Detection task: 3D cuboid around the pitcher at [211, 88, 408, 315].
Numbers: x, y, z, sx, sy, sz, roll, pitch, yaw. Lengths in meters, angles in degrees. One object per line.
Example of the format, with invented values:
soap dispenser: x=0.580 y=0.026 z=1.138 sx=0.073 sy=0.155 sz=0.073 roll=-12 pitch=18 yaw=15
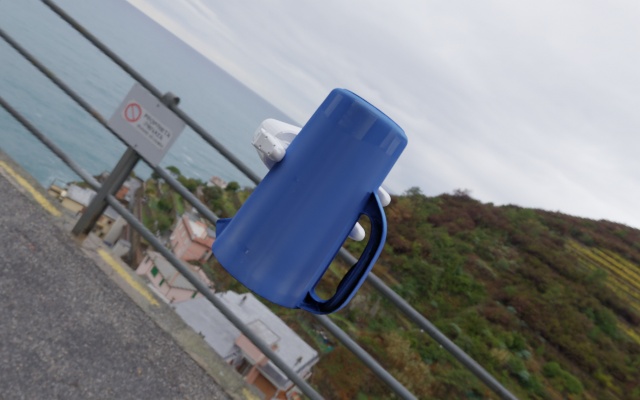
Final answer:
pitcher: x=0.000 y=0.002 z=0.559 sx=0.149 sy=0.243 sz=0.145 roll=33 pitch=7 yaw=-26
